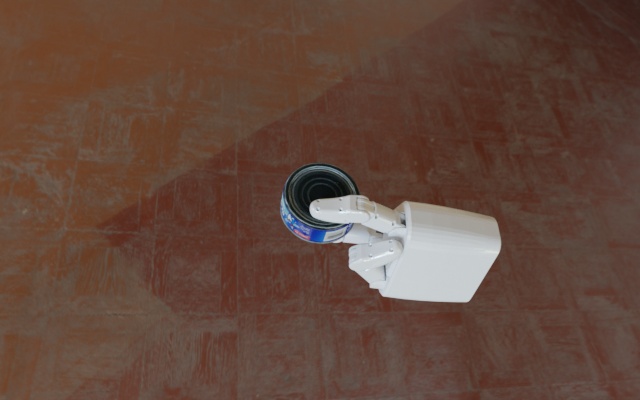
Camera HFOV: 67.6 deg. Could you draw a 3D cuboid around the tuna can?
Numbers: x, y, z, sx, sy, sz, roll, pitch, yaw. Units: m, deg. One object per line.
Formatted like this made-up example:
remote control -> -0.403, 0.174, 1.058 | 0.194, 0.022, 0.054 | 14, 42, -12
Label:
tuna can -> 0.000, 0.001, 0.519 | 0.086, 0.086, 0.034 | 0, -31, -10
